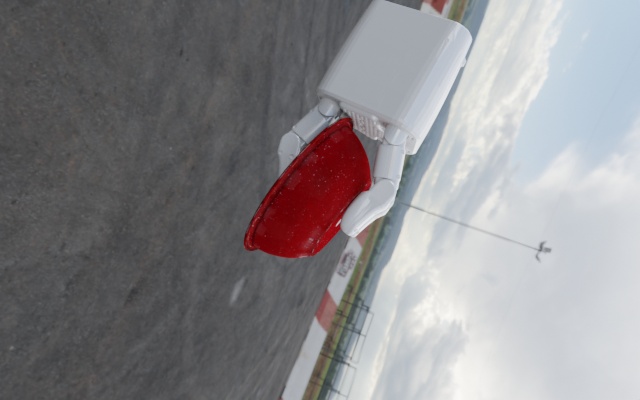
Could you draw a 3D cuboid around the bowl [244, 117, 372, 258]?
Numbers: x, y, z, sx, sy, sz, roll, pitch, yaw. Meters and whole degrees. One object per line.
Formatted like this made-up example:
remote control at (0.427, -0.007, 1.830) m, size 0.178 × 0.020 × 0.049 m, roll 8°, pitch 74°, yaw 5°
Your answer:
bowl at (0.000, 0.003, 0.460) m, size 0.055 × 0.162 × 0.162 m, roll 39°, pitch 7°, yaw 9°
